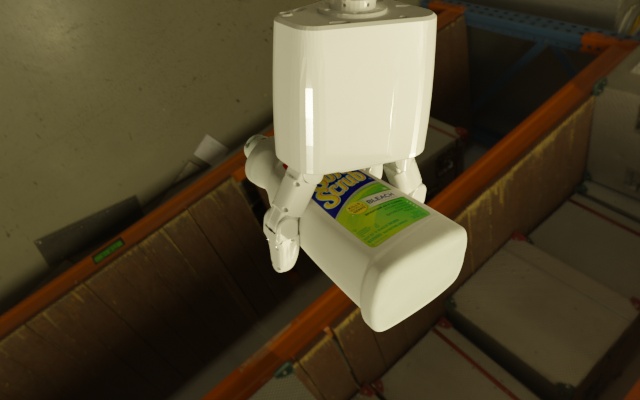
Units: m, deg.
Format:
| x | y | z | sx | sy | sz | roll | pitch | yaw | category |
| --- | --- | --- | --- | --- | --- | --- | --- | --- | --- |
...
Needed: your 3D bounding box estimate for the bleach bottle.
| x | y | z | sx | sy | sz | roll | pitch | yaw | category |
| --- | --- | --- | --- | --- | --- | --- | --- | --- | --- |
| 0.000 | 0.001 | 0.427 | 0.102 | 0.068 | 0.250 | -24 | 41 | -30 | bleach bottle |
